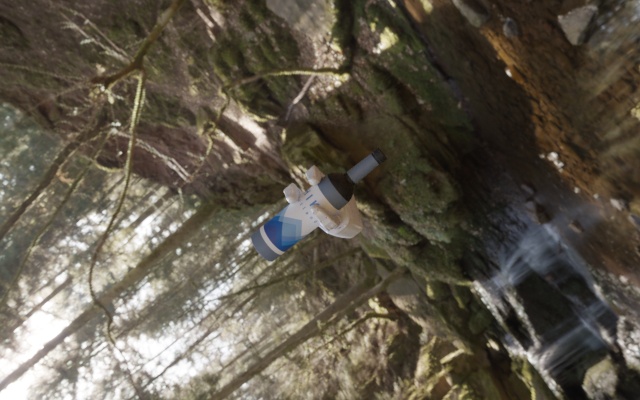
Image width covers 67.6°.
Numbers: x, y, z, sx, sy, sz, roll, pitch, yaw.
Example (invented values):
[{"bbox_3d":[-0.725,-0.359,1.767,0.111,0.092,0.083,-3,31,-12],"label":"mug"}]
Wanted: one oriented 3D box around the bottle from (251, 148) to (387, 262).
[{"bbox_3d":[0.000,0.003,0.898,0.296,0.069,0.069,-38,-9,12],"label":"bottle"}]
